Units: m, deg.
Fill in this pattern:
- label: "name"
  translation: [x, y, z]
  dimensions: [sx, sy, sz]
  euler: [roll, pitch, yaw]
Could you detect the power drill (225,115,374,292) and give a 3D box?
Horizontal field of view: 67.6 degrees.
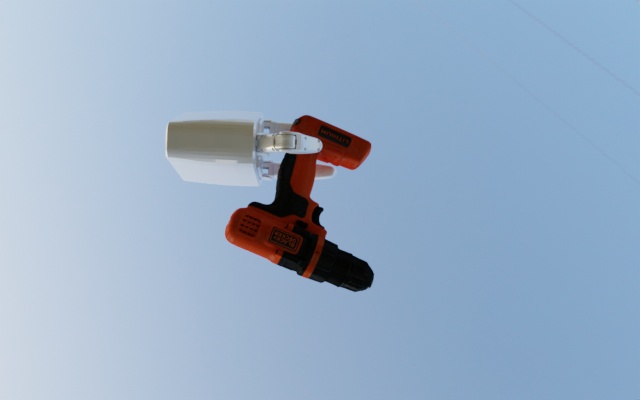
- label: "power drill"
  translation: [0.000, 0.001, 0.584]
  dimensions: [0.184, 0.187, 0.057]
  euler: [24, -23, -8]
